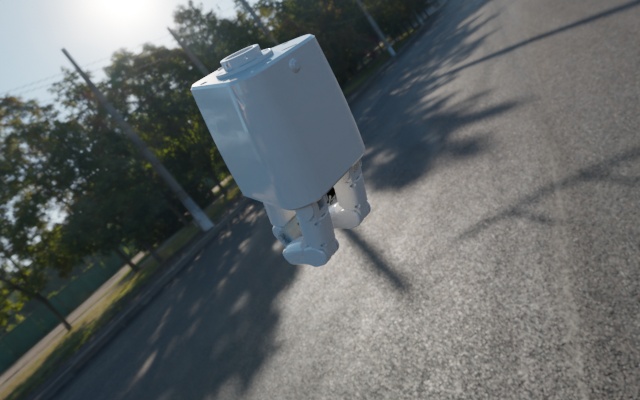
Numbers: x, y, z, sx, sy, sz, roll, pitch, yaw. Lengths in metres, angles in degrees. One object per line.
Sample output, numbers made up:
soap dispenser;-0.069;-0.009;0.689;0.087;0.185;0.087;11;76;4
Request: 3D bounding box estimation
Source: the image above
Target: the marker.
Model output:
marker;0.000;0.002;0.476;0.020;0.020;0.121;0;34;40
